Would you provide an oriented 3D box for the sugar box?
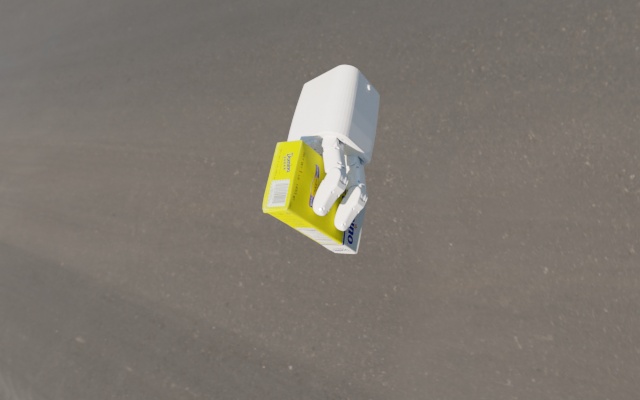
[{"bbox_3d":[0.001,0.002,0.632,0.048,0.093,0.176,-2,-22,36],"label":"sugar box"}]
